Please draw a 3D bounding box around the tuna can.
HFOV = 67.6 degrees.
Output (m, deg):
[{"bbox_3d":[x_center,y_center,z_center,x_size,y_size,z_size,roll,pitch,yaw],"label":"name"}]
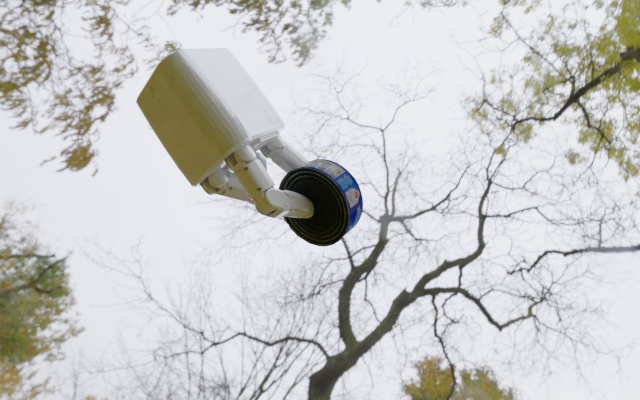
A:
[{"bbox_3d":[0.000,0.001,0.490,0.086,0.086,0.033,0,22,36],"label":"tuna can"}]
